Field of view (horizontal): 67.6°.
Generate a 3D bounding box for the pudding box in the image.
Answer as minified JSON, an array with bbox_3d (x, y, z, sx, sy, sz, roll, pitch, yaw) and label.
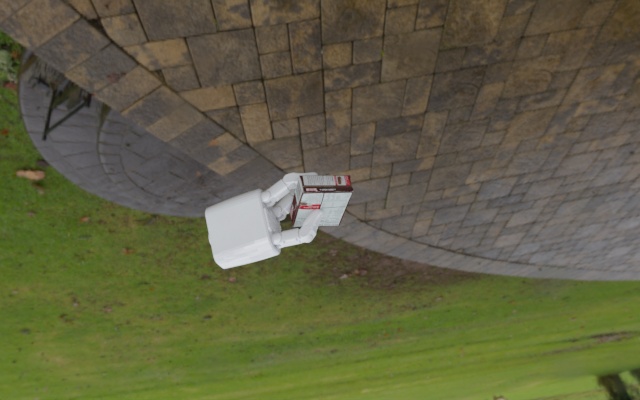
[{"bbox_3d":[0.000,0.003,0.830,0.090,0.039,0.114,-2,-33,-15],"label":"pudding box"}]
